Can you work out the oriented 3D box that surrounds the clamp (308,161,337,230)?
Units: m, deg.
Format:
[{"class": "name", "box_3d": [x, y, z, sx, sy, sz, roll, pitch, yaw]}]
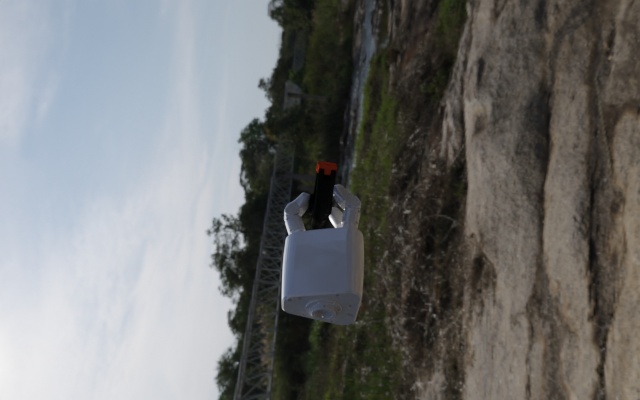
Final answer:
[{"class": "clamp", "box_3d": [-0.001, 0.002, 0.764, 0.036, 0.164, 0.210, 6, -42, -3]}]
